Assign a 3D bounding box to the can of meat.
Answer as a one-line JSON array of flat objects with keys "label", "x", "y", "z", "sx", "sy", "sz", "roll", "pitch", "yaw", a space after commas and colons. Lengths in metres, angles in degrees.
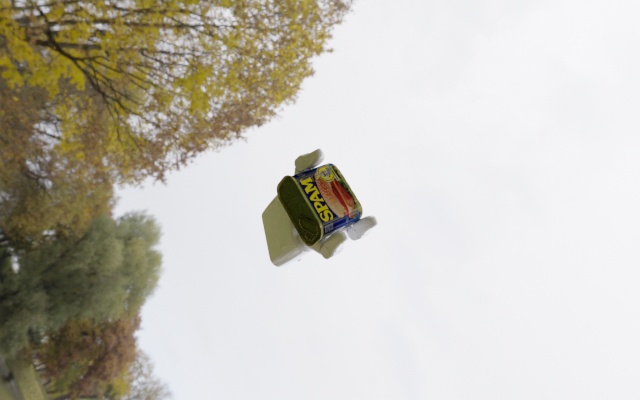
[{"label": "can of meat", "x": 0.000, "y": 0.002, "z": 0.684, "sx": 0.084, "sy": 0.102, "sz": 0.057, "roll": -22, "pitch": -14, "yaw": -36}]
